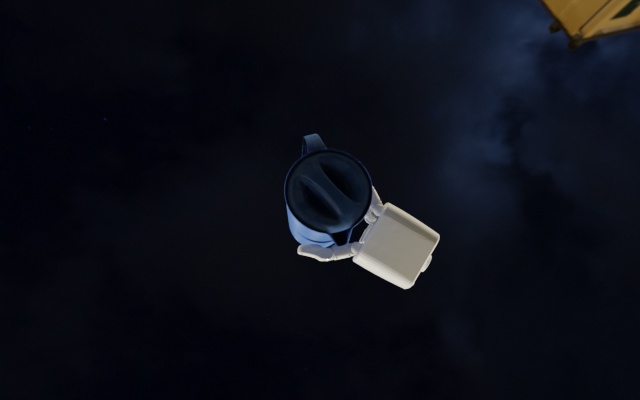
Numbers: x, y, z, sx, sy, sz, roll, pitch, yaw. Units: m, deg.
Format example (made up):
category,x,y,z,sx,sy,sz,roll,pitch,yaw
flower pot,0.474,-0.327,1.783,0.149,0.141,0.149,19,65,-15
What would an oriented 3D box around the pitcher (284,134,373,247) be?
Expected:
category,x,y,z,sx,sy,sz,roll,pitch,yaw
pitcher,0.000,0.003,0.825,0.145,0.149,0.243,29,-15,2
